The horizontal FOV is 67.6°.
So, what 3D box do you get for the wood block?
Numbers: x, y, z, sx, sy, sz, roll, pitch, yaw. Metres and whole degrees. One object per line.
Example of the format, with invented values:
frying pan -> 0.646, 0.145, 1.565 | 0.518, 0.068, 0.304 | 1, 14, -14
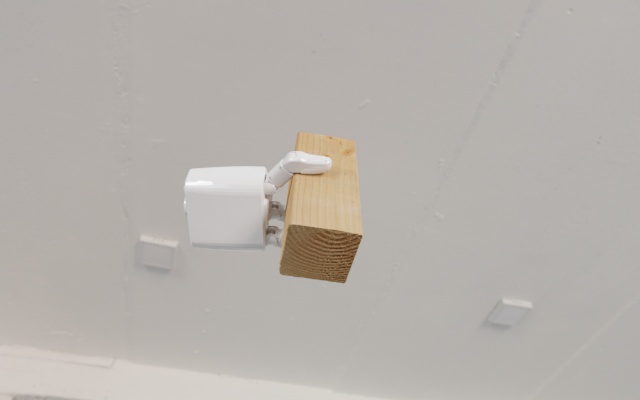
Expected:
wood block -> 0.000, 0.002, 0.658 | 0.090, 0.091, 0.206 | 9, 39, -7
